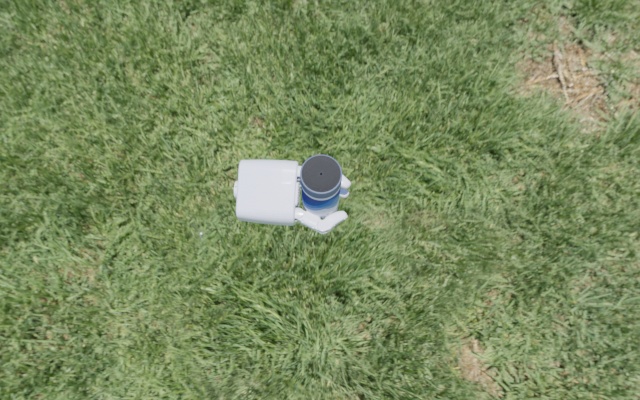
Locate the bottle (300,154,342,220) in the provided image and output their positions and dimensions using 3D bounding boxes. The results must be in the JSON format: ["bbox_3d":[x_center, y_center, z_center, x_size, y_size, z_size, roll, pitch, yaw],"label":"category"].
[{"bbox_3d":[0.000,0.003,0.885,0.069,0.069,0.296,0,-18,0],"label":"bottle"}]
